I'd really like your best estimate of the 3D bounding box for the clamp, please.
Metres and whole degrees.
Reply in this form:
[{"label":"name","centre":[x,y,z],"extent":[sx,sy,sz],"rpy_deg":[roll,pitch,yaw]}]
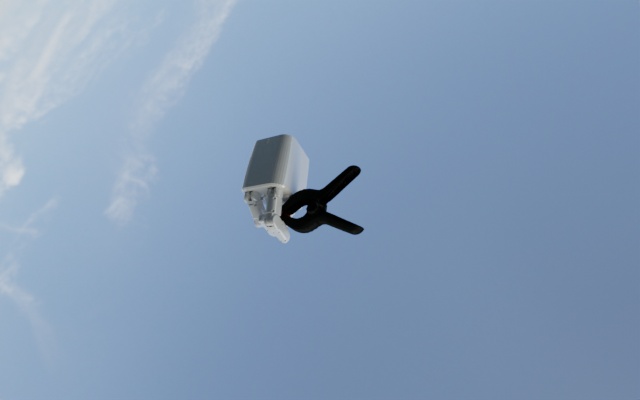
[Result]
[{"label":"clamp","centre":[0.000,0.003,0.813],"extent":[0.171,0.120,0.039],"rpy_deg":[-4,-28,29]}]
